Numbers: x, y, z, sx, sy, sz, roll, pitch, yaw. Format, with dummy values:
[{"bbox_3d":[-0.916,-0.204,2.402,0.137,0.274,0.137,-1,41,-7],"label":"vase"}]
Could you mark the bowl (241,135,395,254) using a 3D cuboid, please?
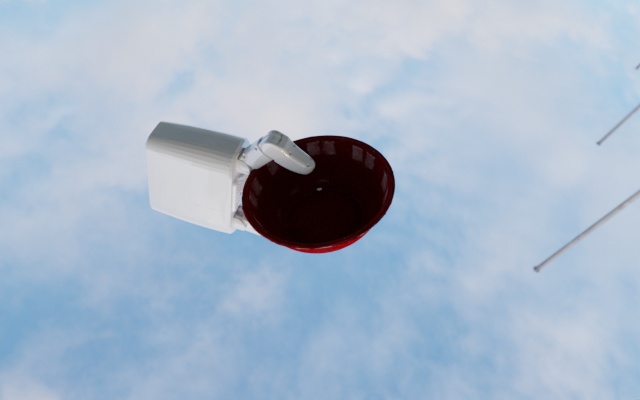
[{"bbox_3d":[0.001,0.002,0.515,0.162,0.162,0.055,0,-42,11],"label":"bowl"}]
